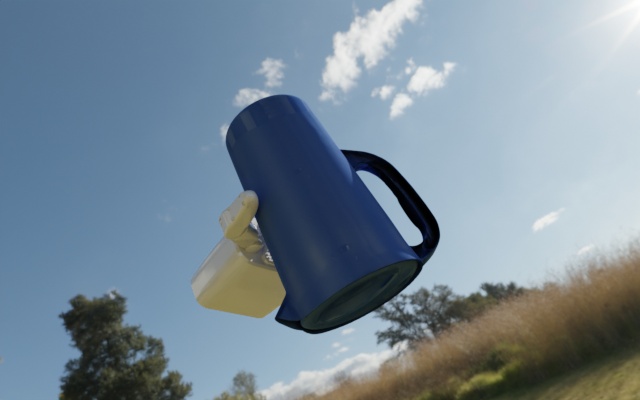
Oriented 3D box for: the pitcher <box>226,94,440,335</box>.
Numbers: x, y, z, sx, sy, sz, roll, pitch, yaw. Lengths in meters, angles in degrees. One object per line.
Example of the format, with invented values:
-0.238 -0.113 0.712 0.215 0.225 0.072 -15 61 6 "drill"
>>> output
0.000 0.002 0.508 0.149 0.242 0.145 5 -42 -49 "pitcher"
